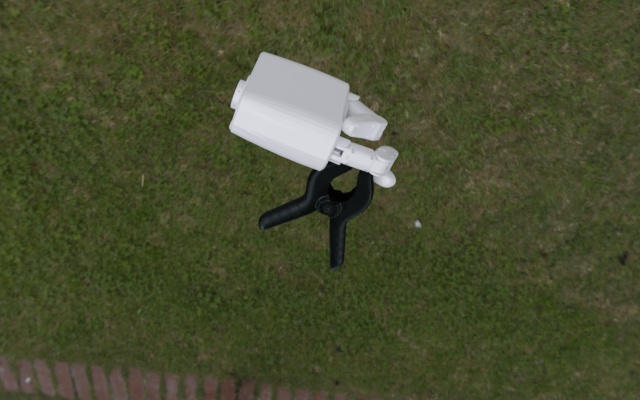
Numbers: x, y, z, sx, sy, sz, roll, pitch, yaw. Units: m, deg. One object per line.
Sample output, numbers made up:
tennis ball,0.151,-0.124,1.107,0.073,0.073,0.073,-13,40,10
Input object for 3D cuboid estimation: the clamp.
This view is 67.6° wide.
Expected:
clamp,0.000,0.002,0.573,0.120,0.171,0.039,20,29,-9
